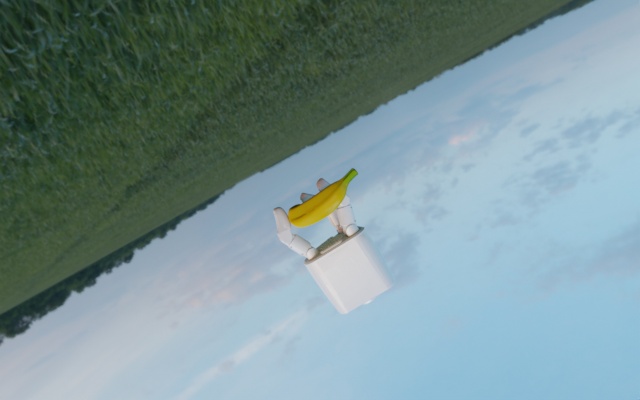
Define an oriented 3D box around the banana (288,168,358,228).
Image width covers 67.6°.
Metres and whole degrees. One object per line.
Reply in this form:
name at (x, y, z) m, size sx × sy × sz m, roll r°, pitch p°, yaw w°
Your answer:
banana at (-0.010, 0.011, 0.726) m, size 0.069 × 0.037 × 0.198 m, roll -40°, pitch 6°, yaw -33°
